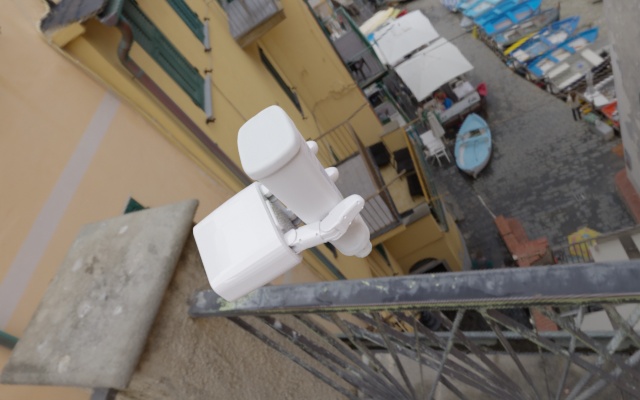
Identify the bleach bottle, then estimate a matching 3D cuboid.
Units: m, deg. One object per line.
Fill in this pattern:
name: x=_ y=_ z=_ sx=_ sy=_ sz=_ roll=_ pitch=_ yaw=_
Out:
bleach bottle: x=0.000 y=0.002 z=0.591 sx=0.068 sy=0.102 sz=0.251 roll=-33 pitch=-49 yaw=9
